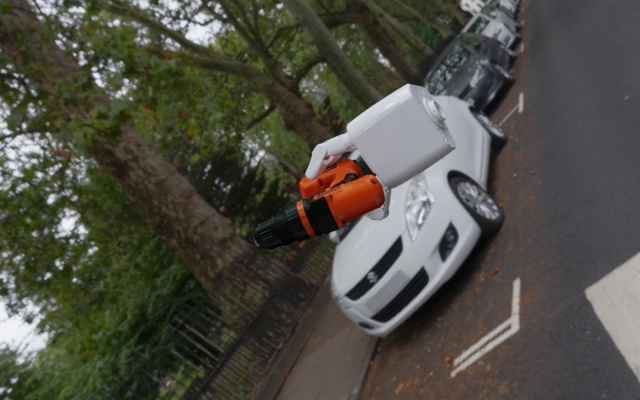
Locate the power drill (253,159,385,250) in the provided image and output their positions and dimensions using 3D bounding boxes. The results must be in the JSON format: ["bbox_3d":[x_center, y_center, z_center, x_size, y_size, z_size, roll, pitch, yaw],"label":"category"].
[{"bbox_3d":[0.000,0.002,0.696,0.184,0.057,0.187,-21,15,8],"label":"power drill"}]
